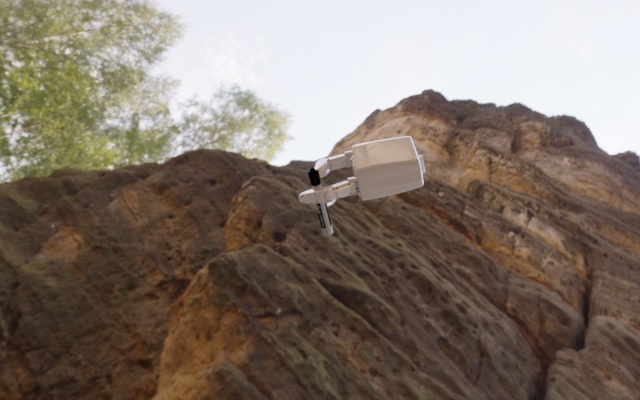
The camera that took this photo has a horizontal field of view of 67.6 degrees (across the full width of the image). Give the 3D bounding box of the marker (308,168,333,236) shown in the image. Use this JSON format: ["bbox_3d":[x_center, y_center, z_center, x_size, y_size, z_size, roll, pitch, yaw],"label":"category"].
[{"bbox_3d":[0.000,0.003,0.810,0.020,0.121,0.020,-12,20,4],"label":"marker"}]
